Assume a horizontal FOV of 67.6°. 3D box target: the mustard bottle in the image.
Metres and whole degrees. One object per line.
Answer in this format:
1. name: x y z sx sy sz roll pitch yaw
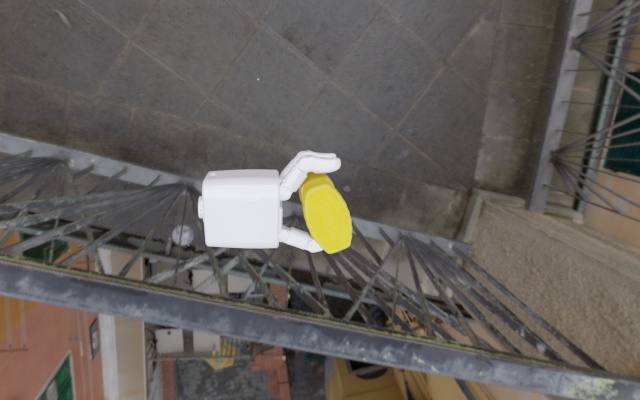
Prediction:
1. mustard bottle: 0.000 0.002 0.703 0.058 0.096 0.191 -22 16 -1
